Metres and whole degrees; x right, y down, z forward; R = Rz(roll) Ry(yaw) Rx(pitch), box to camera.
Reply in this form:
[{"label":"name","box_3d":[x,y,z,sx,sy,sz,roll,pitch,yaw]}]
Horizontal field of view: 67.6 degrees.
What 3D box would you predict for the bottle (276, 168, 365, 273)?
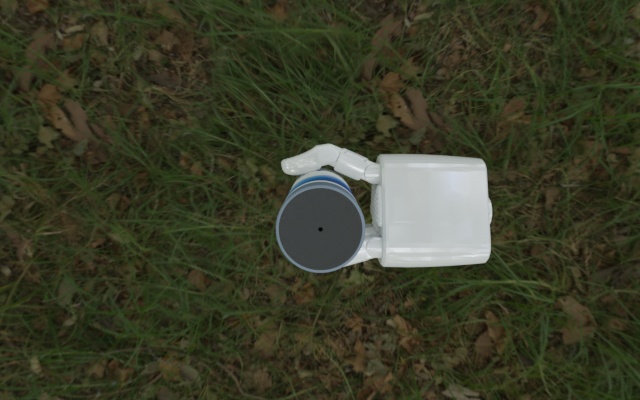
[{"label":"bottle","box_3d":[0.000,0.002,0.496,0.069,0.069,0.295,0,8,0]}]
